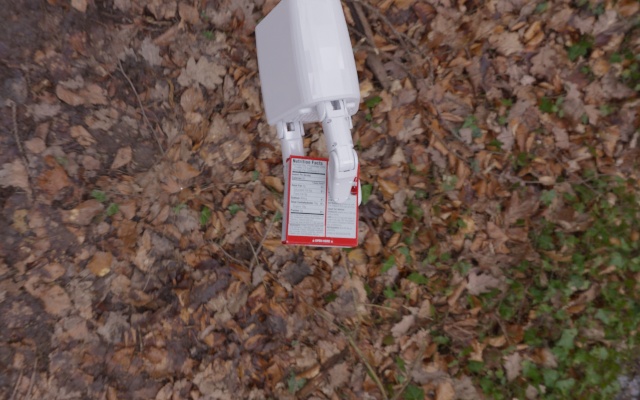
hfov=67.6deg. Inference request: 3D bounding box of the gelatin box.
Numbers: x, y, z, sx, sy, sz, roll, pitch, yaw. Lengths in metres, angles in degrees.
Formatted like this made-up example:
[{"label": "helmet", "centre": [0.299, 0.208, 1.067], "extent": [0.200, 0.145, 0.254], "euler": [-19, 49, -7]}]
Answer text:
[{"label": "gelatin box", "centre": [0.000, 0.002, 0.482], "extent": [0.073, 0.089, 0.030], "euler": [4, -8, -14]}]
